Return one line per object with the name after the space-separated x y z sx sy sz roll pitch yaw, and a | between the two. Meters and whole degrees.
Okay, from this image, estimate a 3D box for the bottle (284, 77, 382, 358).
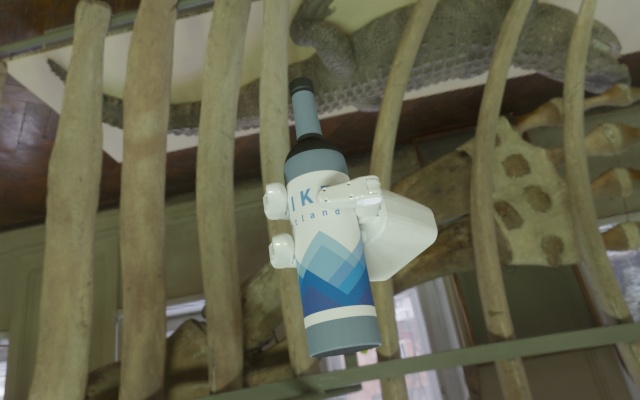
0.000 0.002 0.485 0.069 0.295 0.069 -8 -23 -3 | bottle
